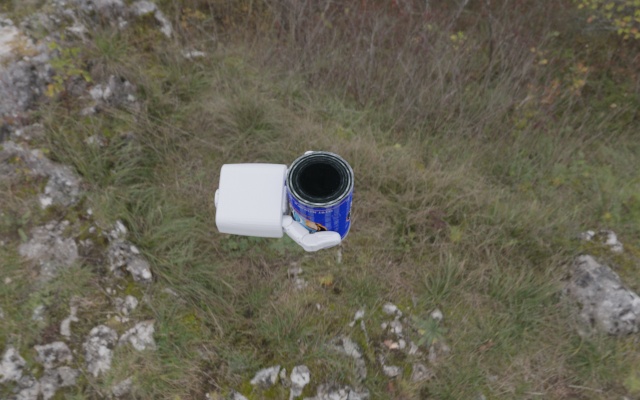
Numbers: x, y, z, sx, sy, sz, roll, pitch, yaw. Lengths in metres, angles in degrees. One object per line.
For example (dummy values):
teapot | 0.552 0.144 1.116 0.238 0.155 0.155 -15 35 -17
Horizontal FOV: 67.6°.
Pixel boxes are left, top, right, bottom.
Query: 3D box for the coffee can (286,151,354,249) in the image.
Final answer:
coffee can | 0.000 0.003 0.775 0.103 0.102 0.140 0 -31 1
